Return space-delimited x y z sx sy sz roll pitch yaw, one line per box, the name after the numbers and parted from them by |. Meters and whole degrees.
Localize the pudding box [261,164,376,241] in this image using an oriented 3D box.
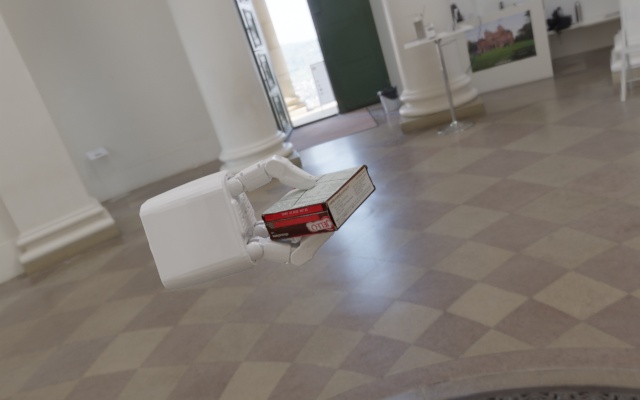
0.000 0.002 0.546 0.090 0.039 0.113 -10 21 33 | pudding box
